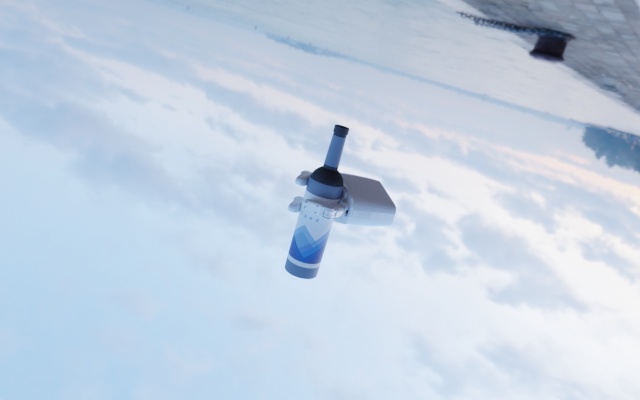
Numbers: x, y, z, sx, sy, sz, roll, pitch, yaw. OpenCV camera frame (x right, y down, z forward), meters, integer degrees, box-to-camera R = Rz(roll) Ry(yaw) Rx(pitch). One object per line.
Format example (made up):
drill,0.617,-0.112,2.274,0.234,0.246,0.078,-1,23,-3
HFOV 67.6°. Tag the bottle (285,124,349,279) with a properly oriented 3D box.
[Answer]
bottle,0.000,0.003,0.896,0.069,0.296,0.069,15,17,-5
